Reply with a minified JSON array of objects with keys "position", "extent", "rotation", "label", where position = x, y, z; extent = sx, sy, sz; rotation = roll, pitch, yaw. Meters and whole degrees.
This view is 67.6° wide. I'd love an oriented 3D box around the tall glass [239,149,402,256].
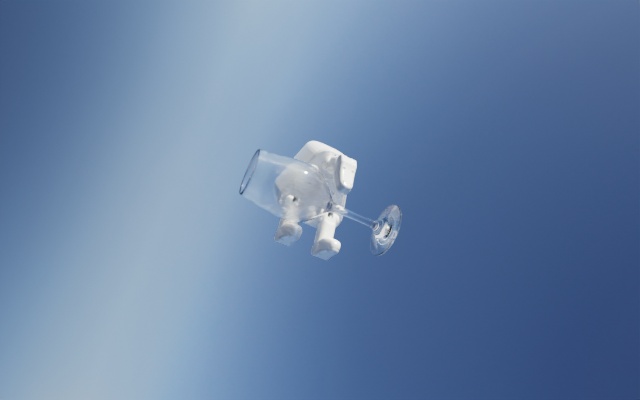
[{"position":[0.001,0.002,0.614],"extent":[0.201,0.079,0.079],"rotation":[23,-7,-17],"label":"tall glass"}]
